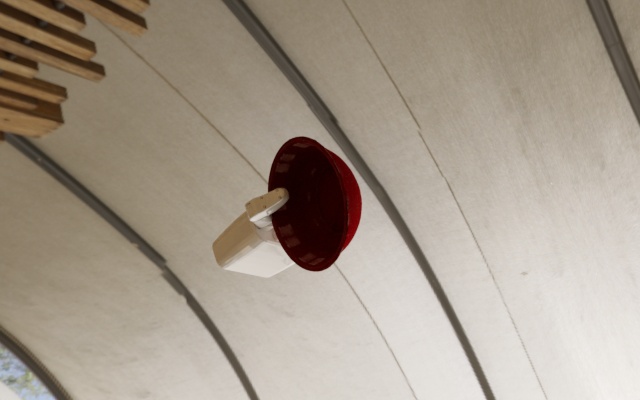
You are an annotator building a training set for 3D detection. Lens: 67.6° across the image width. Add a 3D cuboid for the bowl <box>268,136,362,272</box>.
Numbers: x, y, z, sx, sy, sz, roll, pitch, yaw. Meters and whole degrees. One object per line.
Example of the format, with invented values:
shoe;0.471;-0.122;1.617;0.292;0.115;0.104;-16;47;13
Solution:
bowl;0.001;0.002;0.579;0.055;0.162;0.162;-9;5;-36
